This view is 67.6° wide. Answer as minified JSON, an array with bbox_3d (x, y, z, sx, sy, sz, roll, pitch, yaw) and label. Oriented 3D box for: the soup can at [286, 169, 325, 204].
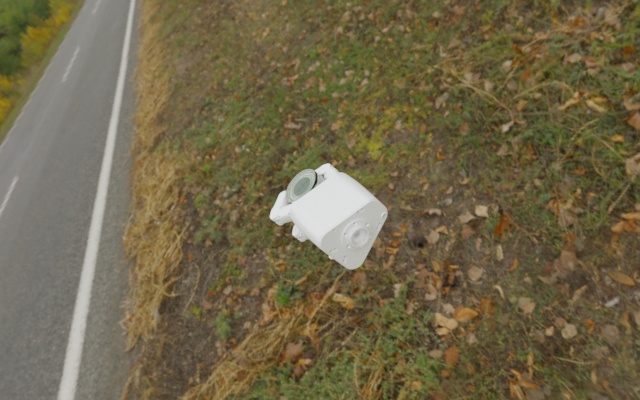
[{"bbox_3d":[0.000,0.002,0.794,0.068,0.068,0.102,0,-32,49],"label":"soup can"}]
